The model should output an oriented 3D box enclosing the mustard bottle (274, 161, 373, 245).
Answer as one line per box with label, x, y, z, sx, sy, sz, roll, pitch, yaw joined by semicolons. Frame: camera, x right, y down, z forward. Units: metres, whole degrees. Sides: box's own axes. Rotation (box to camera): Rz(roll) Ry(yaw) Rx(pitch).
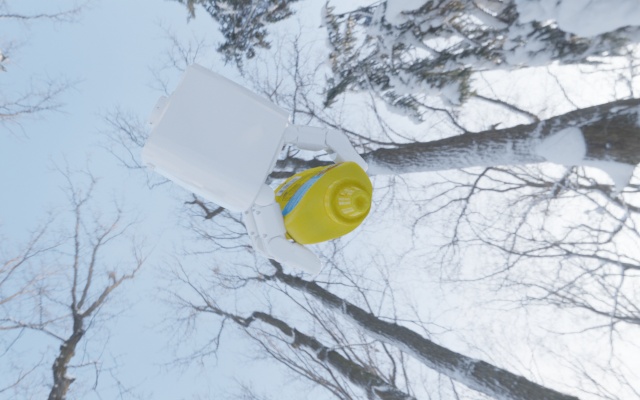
mustard bottle;0.000;0.002;0.477;0.096;0.058;0.191;-41;12;-16
